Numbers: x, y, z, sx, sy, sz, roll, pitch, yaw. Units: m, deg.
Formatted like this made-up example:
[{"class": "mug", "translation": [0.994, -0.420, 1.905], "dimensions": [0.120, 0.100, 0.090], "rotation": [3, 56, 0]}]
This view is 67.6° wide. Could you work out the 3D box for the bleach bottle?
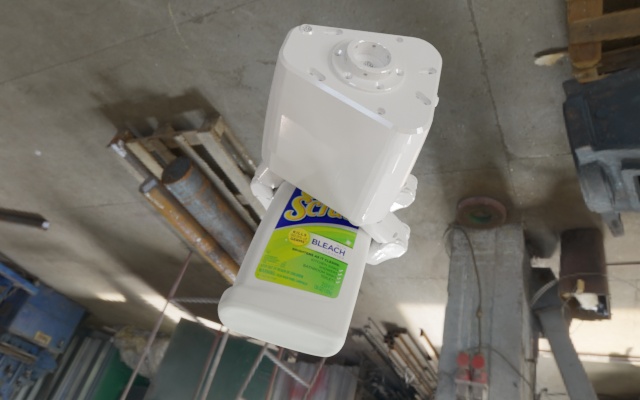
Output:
[{"class": "bleach bottle", "translation": [0.000, 0.001, 0.428], "dimensions": [0.102, 0.250, 0.068], "rotation": [17, -34, -1]}]
